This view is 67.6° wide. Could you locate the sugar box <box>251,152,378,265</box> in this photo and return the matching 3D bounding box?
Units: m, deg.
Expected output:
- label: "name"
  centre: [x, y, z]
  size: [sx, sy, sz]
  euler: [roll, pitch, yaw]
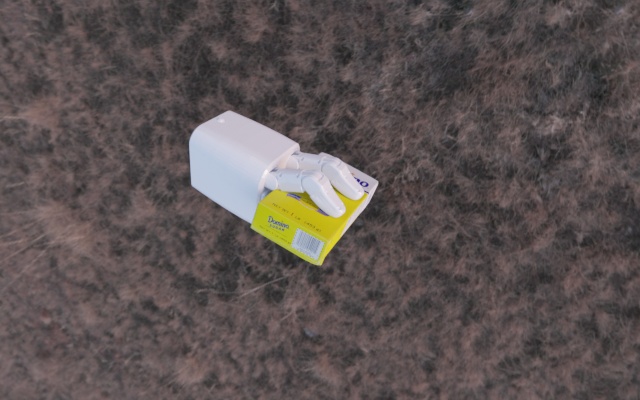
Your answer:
- label: "sugar box"
  centre: [0.000, 0.001, 0.595]
  size: [0.093, 0.048, 0.176]
  euler: [29, 36, 10]
